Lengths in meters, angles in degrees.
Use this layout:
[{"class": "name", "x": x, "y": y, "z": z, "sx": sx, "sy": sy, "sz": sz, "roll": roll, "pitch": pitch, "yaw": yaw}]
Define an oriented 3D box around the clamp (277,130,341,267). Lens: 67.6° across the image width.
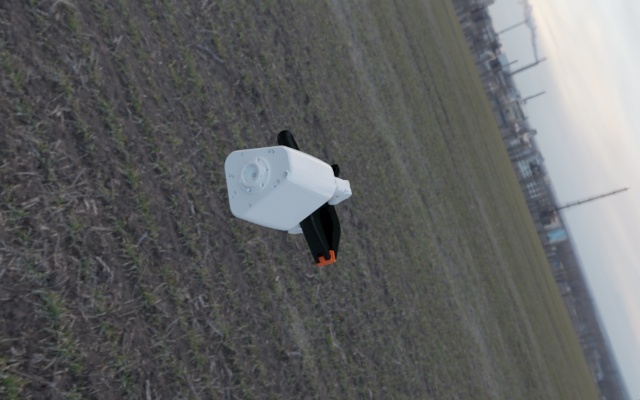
[{"class": "clamp", "x": 0.001, "y": 0.003, "z": 0.767, "sx": 0.036, "sy": 0.210, "sz": 0.164, "roll": -22, "pitch": -21, "yaw": 27}]
